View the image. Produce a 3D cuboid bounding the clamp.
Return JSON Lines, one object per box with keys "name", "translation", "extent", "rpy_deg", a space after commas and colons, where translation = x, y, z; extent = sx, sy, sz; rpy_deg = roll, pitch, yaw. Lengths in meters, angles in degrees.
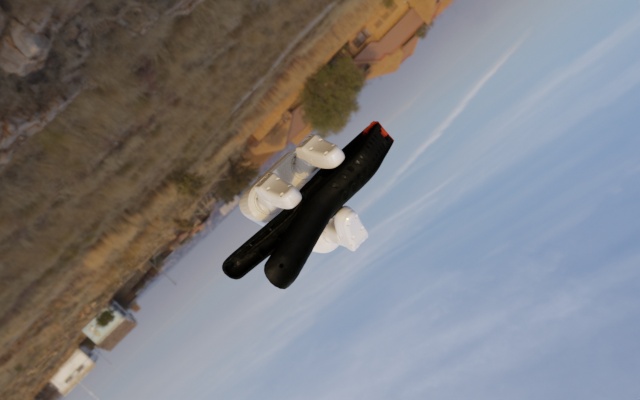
{"name": "clamp", "translation": [0.001, 0.002, 0.437], "extent": [0.210, 0.036, 0.164], "rpy_deg": [-45, 13, -14]}
